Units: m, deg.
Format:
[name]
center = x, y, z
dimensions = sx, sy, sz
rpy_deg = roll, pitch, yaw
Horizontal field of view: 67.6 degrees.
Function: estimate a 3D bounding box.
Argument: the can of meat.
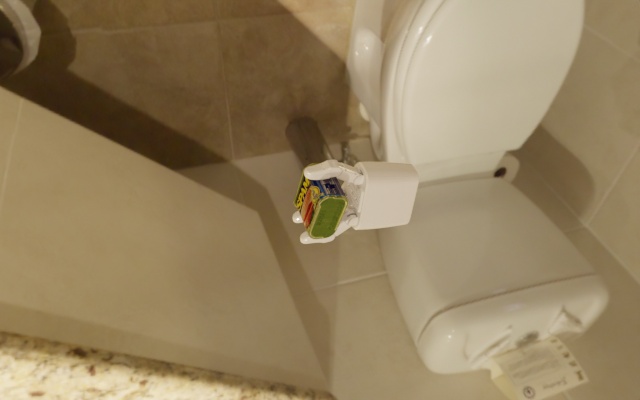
[can of meat]
center = 0.000, 0.003, 0.804
dimensions = 0.057, 0.102, 0.084
rpy_deg = 0, 43, -24
